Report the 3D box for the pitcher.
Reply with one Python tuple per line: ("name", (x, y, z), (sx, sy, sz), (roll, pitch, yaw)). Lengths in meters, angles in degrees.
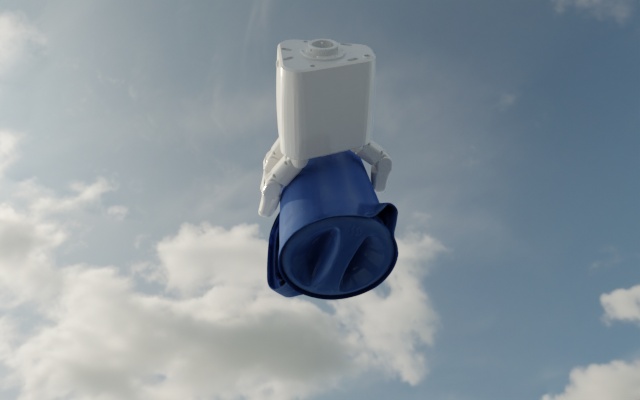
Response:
("pitcher", (0.000, 0.002, 0.616), (0.149, 0.145, 0.242), (-4, 38, -5))
